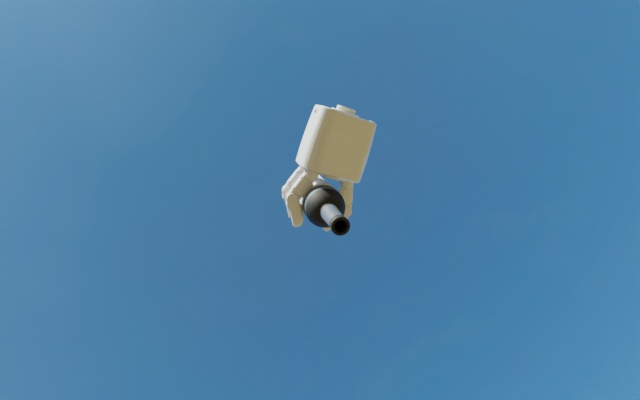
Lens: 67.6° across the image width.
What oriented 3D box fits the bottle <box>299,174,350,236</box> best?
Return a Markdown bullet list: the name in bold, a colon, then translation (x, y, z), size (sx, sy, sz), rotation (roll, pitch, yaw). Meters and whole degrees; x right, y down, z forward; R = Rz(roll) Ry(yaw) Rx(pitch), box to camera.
- **bottle**: translation (0.000, 0.003, 0.804), size (0.069, 0.069, 0.295), rotation (0, 13, -11)
